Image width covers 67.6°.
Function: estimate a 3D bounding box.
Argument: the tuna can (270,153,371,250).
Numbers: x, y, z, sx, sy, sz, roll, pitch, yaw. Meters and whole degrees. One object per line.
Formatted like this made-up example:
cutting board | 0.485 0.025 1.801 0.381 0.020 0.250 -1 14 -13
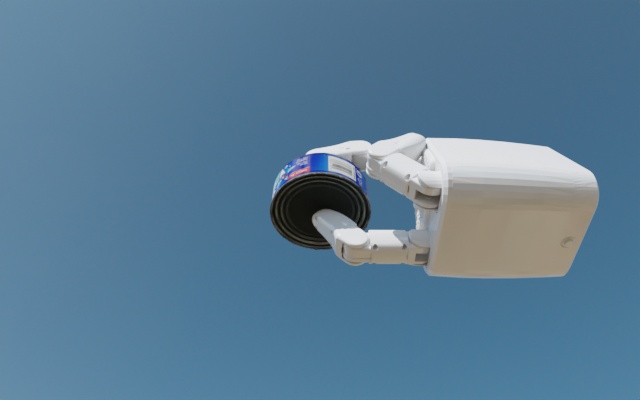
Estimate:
tuna can | 0.000 0.001 0.417 0.086 0.086 0.033 0 40 0
